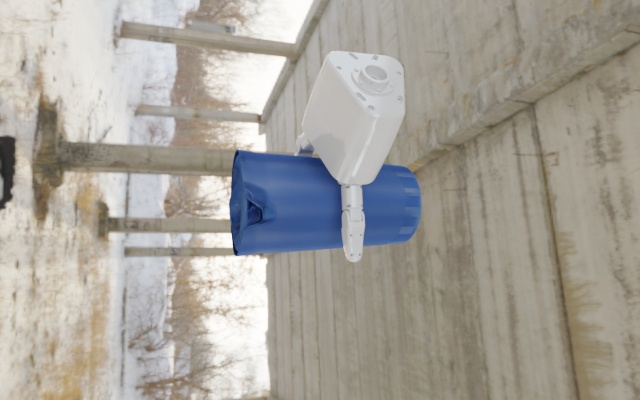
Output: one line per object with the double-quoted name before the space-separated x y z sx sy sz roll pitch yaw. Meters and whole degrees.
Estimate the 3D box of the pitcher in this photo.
"pitcher" 0.000 0.002 0.640 0.243 0.149 0.145 1 -37 -17
